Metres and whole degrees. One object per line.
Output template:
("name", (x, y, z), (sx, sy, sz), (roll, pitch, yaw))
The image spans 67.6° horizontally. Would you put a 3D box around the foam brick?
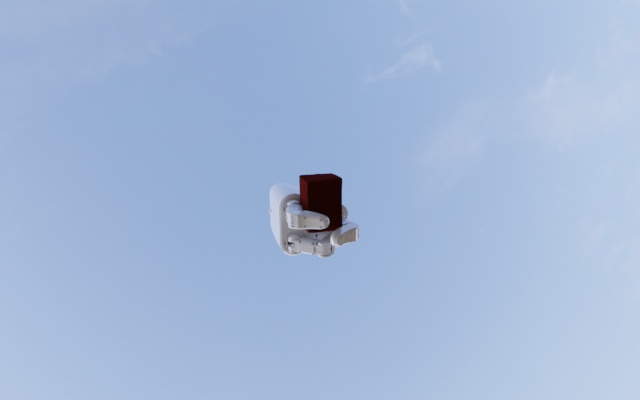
("foam brick", (0.000, 0.002, 0.693), (0.053, 0.078, 0.051), (-4, 16, -15))
